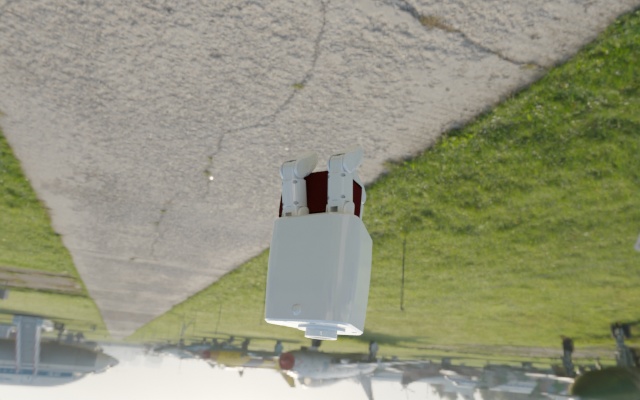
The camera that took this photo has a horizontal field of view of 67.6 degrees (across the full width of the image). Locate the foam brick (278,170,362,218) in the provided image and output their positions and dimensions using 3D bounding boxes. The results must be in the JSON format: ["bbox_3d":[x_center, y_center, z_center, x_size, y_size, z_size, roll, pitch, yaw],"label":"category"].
[{"bbox_3d":[0.000,0.002,0.537,0.078,0.051,0.053,-6,-25,31],"label":"foam brick"}]
